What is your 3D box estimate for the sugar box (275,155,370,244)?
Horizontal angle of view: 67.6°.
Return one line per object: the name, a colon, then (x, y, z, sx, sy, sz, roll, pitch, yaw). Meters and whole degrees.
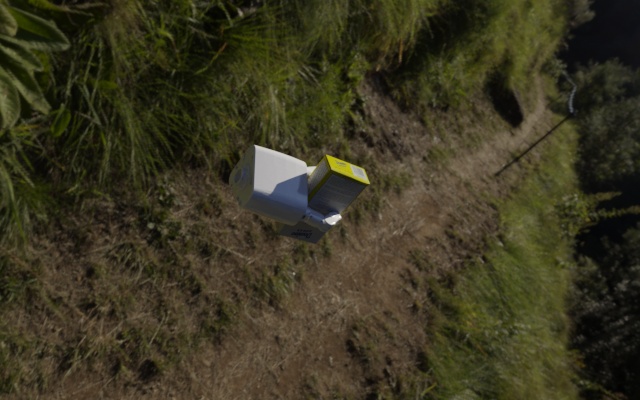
sugar box: (0.000, 0.002, 0.876, 0.093, 0.048, 0.176, 18, -51, -34)
